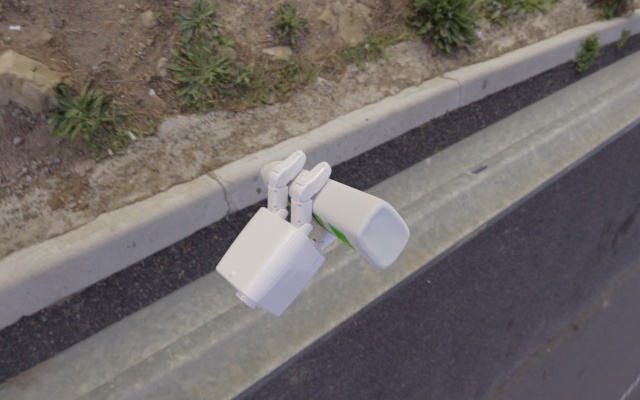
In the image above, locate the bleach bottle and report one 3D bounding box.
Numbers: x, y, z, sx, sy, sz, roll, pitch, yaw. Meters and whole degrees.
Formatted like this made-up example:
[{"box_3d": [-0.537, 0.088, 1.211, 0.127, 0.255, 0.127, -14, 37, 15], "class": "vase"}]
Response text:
[{"box_3d": [0.000, 0.002, 0.667, 0.250, 0.068, 0.103, 28, -14, 45], "class": "bleach bottle"}]
